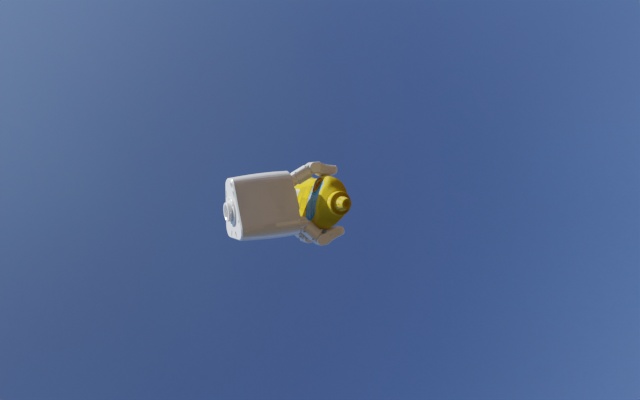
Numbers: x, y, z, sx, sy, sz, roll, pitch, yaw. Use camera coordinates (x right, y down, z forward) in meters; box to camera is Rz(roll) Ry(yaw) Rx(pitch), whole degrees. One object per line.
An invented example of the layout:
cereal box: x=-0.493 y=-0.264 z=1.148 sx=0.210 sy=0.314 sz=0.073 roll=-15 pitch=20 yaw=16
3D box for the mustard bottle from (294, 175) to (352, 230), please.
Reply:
mustard bottle: x=0.000 y=0.003 z=0.864 sx=0.058 sy=0.096 sz=0.191 roll=20 pitch=-8 yaw=-25
